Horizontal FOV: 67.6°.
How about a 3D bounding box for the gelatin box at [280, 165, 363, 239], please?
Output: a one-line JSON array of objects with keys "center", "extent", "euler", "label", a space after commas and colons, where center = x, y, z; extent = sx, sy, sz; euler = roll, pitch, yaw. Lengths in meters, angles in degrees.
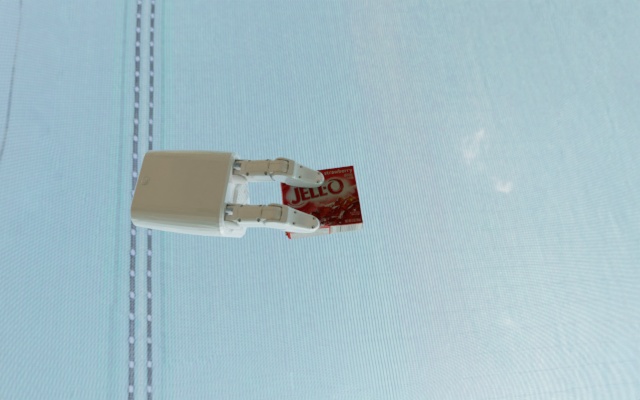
[{"center": [0.000, 0.002, 0.554], "extent": [0.089, 0.073, 0.030], "euler": [-7, -22, -3], "label": "gelatin box"}]
